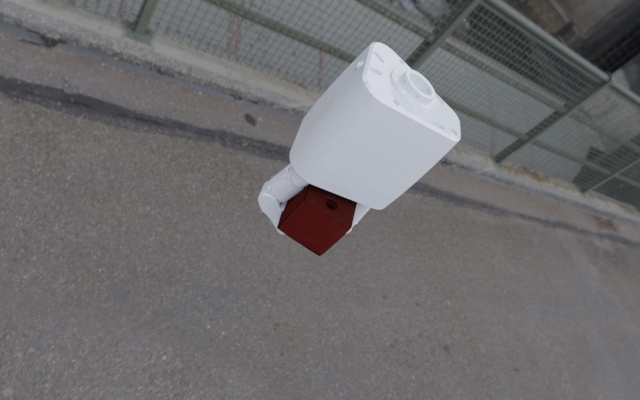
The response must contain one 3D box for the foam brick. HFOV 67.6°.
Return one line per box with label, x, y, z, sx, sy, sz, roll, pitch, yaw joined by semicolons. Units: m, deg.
foam brick;0.000;0.002;0.461;0.053;0.078;0.051;33;-49;-16
